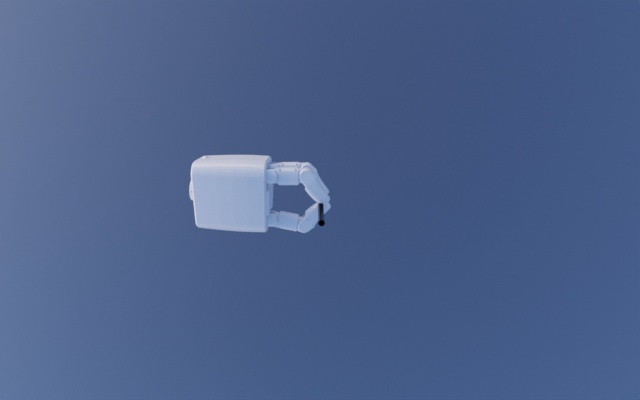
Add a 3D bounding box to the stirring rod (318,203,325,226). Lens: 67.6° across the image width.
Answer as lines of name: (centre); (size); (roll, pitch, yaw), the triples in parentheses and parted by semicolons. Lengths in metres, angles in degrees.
stirring rod: (0.000, 0.002, 0.708); (0.011, 0.011, 0.239); (0, 12, -1)
